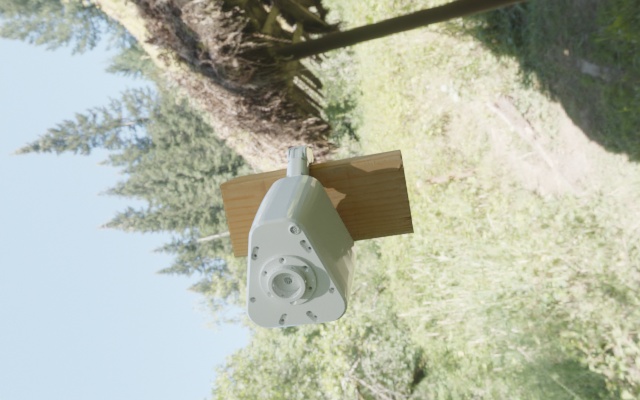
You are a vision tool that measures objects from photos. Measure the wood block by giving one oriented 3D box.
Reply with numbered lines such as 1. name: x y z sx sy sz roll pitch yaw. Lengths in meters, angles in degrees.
1. wood block: 0.000 0.002 0.568 0.206 0.091 0.090 -9 8 10
